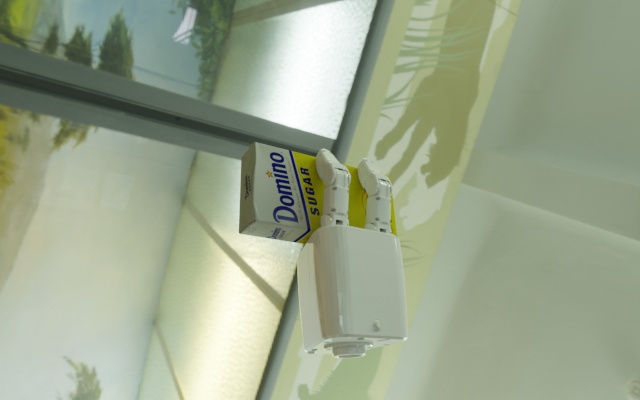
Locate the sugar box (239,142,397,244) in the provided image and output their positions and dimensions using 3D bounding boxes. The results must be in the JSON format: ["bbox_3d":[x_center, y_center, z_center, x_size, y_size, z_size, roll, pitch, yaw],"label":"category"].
[{"bbox_3d":[0.000,0.002,0.528,0.176,0.093,0.048,12,-30,-29],"label":"sugar box"}]
